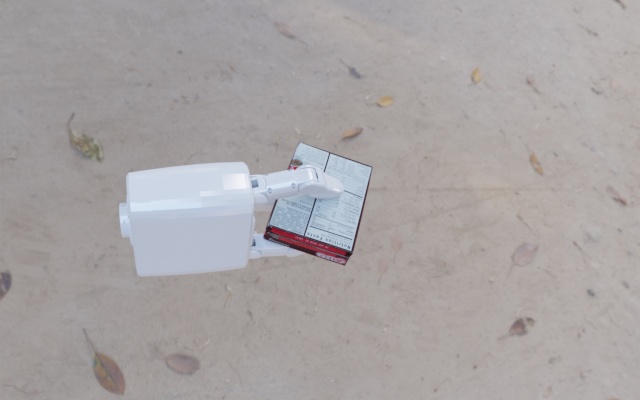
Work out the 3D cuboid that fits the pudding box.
[{"bbox_3d":[0.000,0.002,0.501,0.090,0.113,0.039,19,-30,-4],"label":"pudding box"}]
